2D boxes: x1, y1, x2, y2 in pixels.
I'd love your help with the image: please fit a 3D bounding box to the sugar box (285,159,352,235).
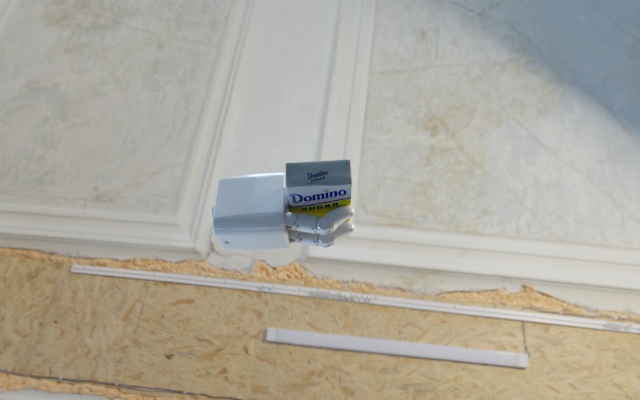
[{"bbox_3d":[0.000,0.003,0.726,0.093,0.048,0.176,-3,-25,1],"label":"sugar box"}]
